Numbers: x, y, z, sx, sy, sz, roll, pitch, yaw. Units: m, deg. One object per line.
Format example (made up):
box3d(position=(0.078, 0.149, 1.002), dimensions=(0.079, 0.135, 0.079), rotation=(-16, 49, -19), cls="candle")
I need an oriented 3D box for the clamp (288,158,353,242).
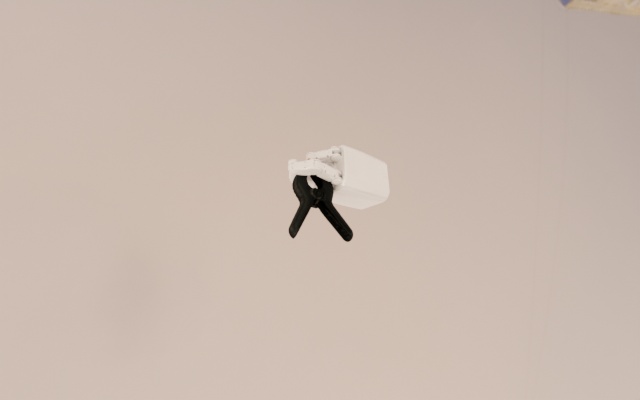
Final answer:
box3d(position=(0.000, 0.003, 0.862), dimensions=(0.120, 0.171, 0.039), rotation=(17, -37, -25), cls="clamp")
